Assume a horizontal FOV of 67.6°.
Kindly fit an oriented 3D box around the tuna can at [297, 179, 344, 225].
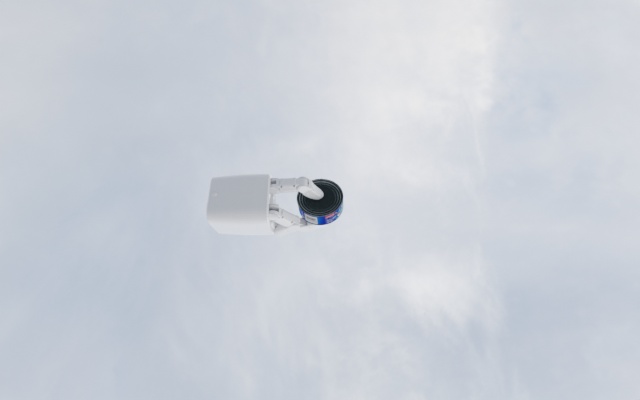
[{"bbox_3d":[0.000,0.003,0.882,0.086,0.086,0.034,0,-36,5],"label":"tuna can"}]
